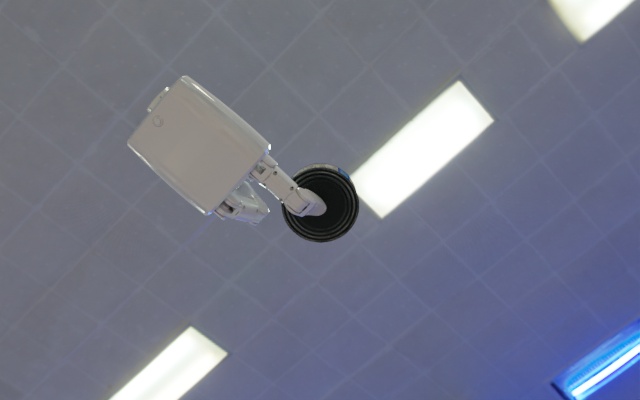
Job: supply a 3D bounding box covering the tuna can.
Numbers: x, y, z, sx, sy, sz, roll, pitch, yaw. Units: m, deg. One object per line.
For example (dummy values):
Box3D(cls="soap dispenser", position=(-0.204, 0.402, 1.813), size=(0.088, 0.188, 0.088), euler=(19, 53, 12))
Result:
Box3D(cls="tuna can", position=(0.000, 0.002, 0.539), size=(0.086, 0.086, 0.033), euler=(0, 16, 1))
